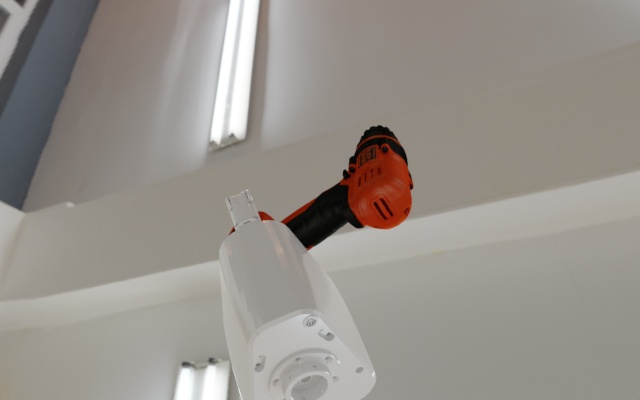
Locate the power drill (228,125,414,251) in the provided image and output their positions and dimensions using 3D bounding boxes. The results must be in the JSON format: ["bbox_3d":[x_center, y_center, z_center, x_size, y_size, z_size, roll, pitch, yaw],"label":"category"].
[{"bbox_3d":[0.000,0.002,0.464,0.188,0.057,0.184,-33,16,17],"label":"power drill"}]
